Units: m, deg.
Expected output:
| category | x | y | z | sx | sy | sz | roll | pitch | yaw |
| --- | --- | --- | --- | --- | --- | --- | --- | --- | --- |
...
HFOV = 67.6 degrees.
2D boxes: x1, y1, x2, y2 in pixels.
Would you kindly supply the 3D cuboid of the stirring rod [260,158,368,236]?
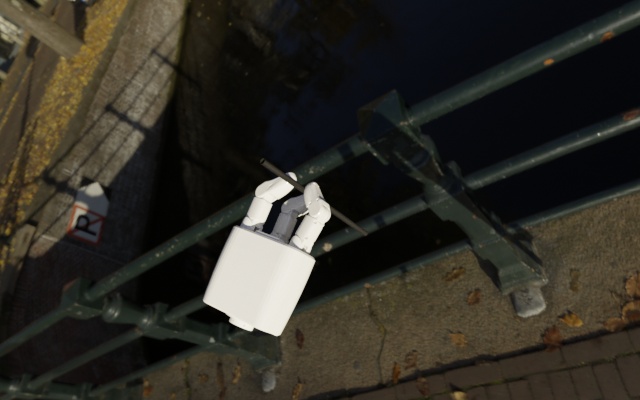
| category | x | y | z | sx | sy | sz | roll | pitch | yaw |
| --- | --- | --- | --- | --- | --- | --- | --- | --- | --- |
| stirring rod | 0.000 | 0.002 | 0.659 | 0.011 | 0.011 | 0.240 | 0 | -24 | 40 |
